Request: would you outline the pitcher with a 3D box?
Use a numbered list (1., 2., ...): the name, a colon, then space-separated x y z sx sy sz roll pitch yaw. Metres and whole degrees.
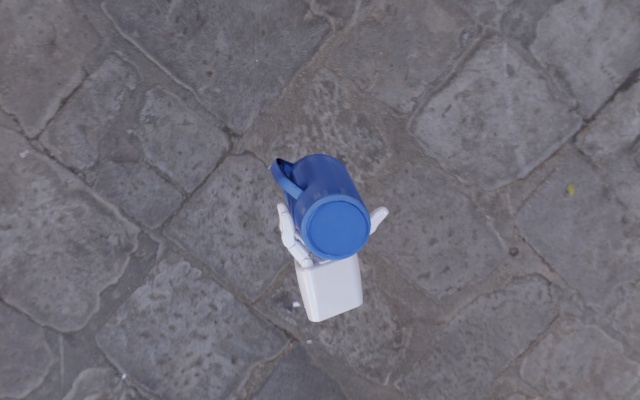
1. pitcher: 0.000 0.003 0.821 0.149 0.145 0.242 -11 18 -4
